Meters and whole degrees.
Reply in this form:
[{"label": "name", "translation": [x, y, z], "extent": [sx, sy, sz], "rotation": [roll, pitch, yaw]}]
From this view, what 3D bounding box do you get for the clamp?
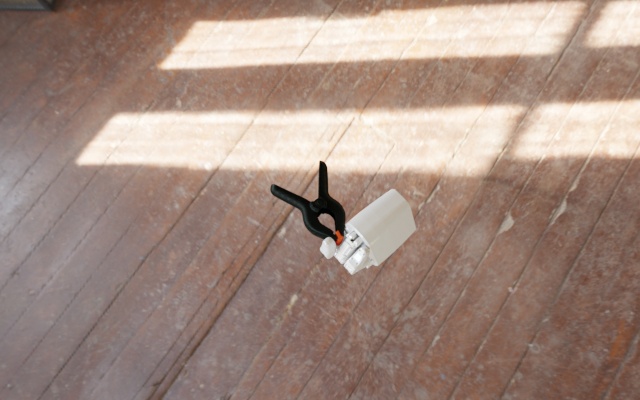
[{"label": "clamp", "translation": [0.000, 0.003, 0.896], "extent": [0.120, 0.171, 0.039], "rotation": [-38, -17, -11]}]
